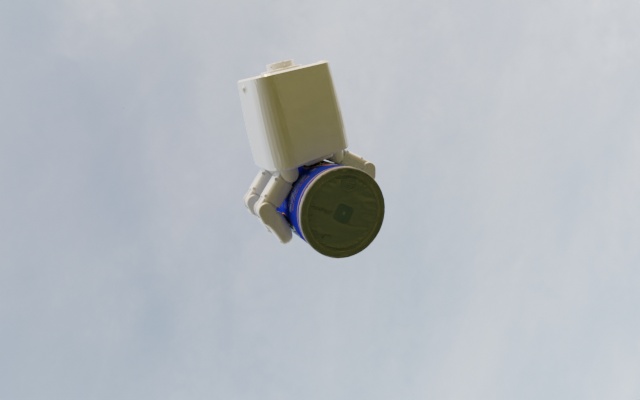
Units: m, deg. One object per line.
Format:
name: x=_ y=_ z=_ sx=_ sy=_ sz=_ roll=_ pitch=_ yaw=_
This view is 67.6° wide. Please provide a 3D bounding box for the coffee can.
coffee can: x=0.000 y=0.002 z=0.585 sx=0.103 sy=0.103 sz=0.140 roll=0 pitch=10 yaw=-22
